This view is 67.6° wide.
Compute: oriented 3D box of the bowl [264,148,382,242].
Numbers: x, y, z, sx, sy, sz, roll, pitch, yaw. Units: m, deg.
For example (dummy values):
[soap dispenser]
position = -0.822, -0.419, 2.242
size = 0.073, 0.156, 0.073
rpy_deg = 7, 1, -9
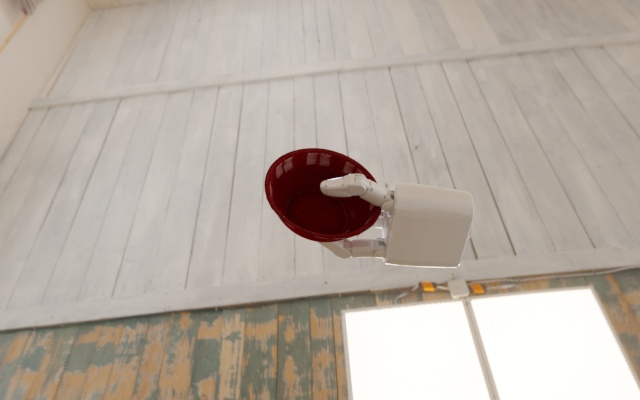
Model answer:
[bowl]
position = -0.001, 0.002, 0.657
size = 0.162, 0.162, 0.055
rpy_deg = 0, -40, -16
